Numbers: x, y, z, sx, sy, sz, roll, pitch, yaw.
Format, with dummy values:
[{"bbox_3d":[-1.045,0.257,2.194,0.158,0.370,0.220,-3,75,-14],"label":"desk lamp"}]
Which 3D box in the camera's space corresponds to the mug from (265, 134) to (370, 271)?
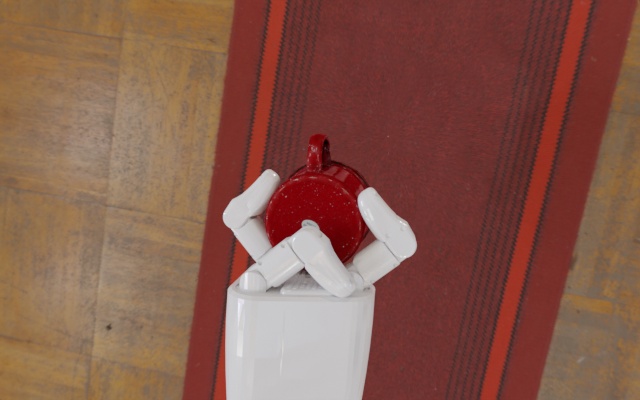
[{"bbox_3d":[0.000,0.000,0.413,0.093,0.117,0.081,3,9,8],"label":"mug"}]
